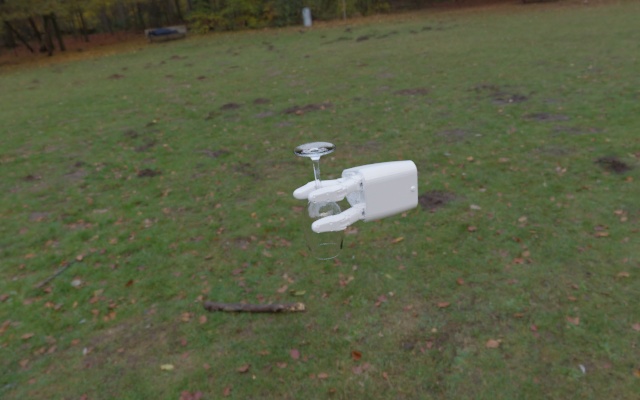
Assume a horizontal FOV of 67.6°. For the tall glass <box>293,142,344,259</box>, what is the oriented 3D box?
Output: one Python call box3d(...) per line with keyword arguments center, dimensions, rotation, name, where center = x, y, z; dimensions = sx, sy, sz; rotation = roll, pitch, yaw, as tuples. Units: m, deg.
box3d(center=(0.000, 0.002, 0.849), dimensions=(0.079, 0.201, 0.079), rotation=(-5, 23, 2), name="tall glass")
